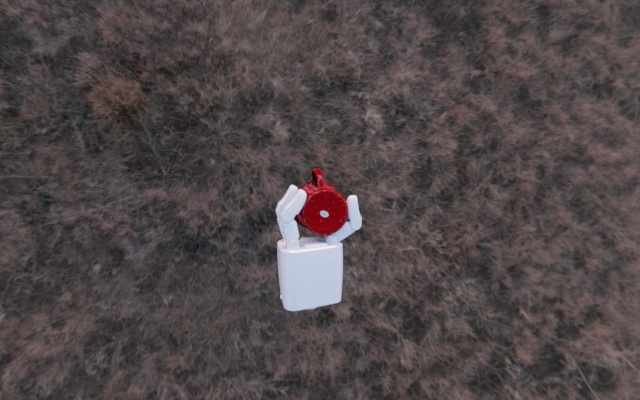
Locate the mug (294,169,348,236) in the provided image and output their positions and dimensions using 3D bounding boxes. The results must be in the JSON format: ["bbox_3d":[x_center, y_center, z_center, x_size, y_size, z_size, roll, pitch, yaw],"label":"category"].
[{"bbox_3d":[0.000,0.001,0.834,0.093,0.117,0.081,-4,9,-11],"label":"mug"}]
